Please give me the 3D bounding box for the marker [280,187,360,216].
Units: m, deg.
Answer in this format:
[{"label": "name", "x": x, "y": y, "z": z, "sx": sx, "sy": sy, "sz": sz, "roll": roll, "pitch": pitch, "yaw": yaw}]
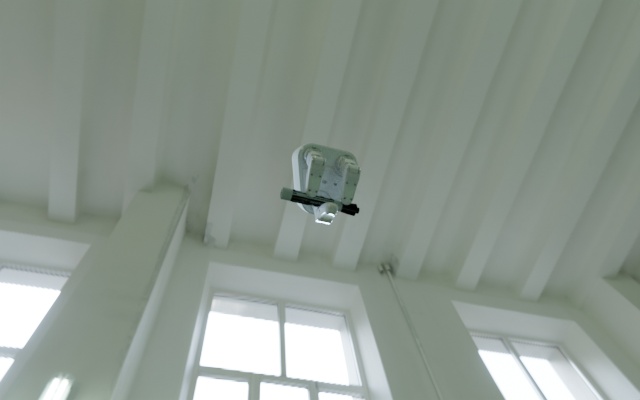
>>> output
[{"label": "marker", "x": 0.000, "y": 0.002, "z": 0.709, "sx": 0.121, "sy": 0.020, "sz": 0.020, "roll": 13, "pitch": -3, "yaw": -12}]
